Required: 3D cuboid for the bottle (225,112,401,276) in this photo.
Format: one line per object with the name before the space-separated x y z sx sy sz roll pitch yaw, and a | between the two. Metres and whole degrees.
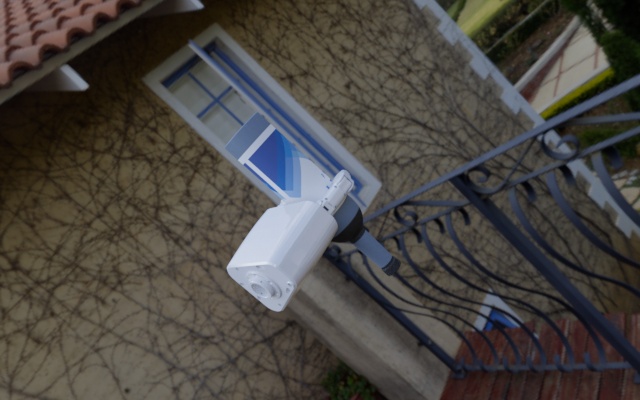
bottle | 0.000 0.002 0.669 0.296 0.069 0.069 42 -9 -10
